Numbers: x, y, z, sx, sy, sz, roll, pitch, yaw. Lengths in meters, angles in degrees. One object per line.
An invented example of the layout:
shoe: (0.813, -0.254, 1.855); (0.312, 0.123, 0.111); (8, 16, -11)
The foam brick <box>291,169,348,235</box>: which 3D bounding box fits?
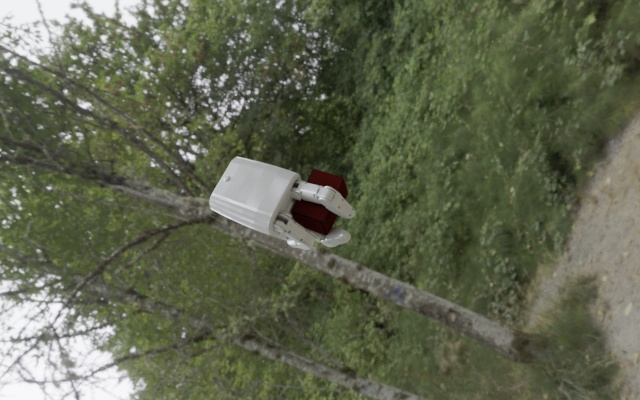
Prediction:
foam brick: (0.000, 0.002, 0.706); (0.051, 0.078, 0.053); (19, -22, 19)
